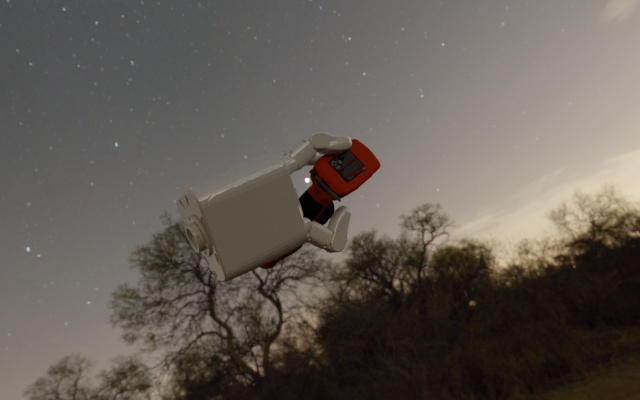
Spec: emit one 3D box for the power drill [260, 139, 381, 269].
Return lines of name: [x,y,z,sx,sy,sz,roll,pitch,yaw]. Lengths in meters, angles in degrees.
power drill: [0.000,0.002,0.652,0.184,0.057,0.188,-39,-9,-49]
